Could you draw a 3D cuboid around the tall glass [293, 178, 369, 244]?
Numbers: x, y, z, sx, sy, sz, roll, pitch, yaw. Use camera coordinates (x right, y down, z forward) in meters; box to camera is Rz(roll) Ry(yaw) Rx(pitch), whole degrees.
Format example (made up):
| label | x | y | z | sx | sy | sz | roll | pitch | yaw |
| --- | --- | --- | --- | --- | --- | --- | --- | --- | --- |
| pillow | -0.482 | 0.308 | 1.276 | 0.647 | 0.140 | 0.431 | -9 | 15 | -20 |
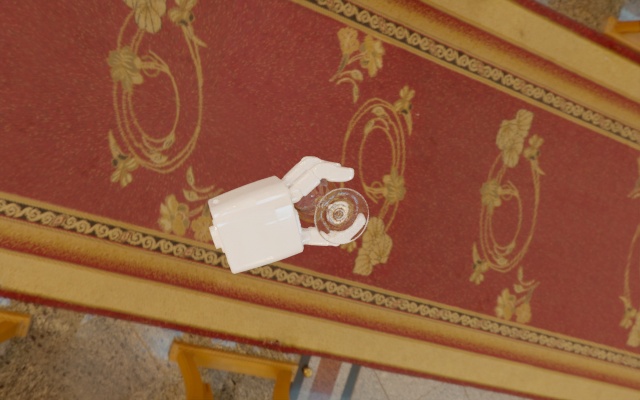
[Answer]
| label | x | y | z | sx | sy | sz | roll | pitch | yaw |
| --- | --- | --- | --- | --- | --- | --- | --- | --- | --- |
| tall glass | 0.000 | 0.002 | 0.707 | 0.079 | 0.079 | 0.201 | 0 | 11 | -16 |
